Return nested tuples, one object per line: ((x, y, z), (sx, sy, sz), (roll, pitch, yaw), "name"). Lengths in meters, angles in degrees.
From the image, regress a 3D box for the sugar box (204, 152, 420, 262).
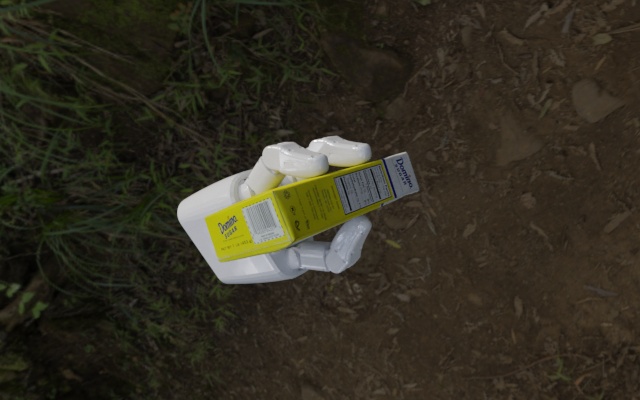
((0.000, 0.001, 0.415), (0.093, 0.048, 0.176), (-17, 4, 43), "sugar box")
